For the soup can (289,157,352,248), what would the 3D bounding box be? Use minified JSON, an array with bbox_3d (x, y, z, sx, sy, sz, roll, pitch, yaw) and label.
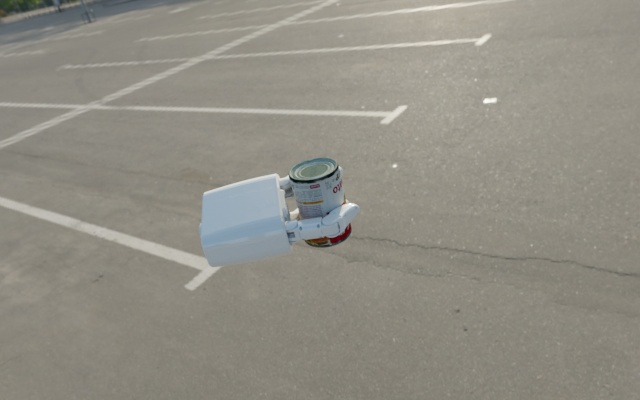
[{"bbox_3d":[0.001,0.002,0.636,0.068,0.102,0.068,-10,29,5],"label":"soup can"}]
